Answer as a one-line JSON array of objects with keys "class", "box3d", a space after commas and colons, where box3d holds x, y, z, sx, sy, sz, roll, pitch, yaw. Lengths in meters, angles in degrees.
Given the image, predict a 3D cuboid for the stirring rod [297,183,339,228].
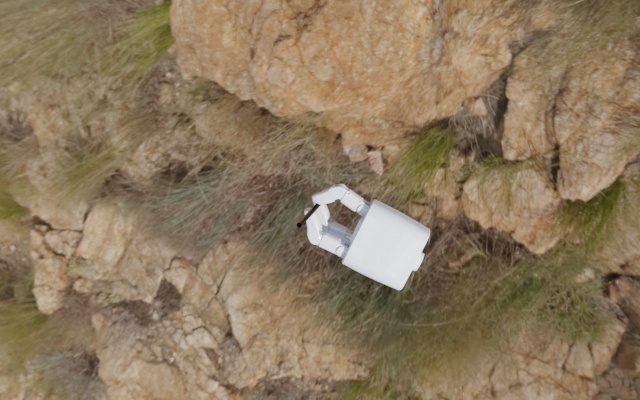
[{"class": "stirring rod", "box3d": [0.000, 0.003, 0.811, 0.011, 0.011, 0.239, 0, 16, 16]}]
